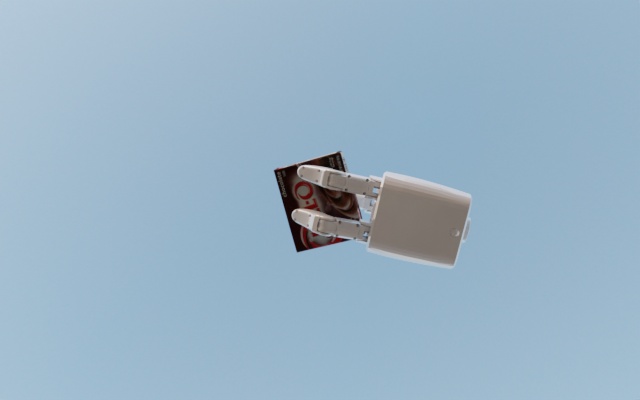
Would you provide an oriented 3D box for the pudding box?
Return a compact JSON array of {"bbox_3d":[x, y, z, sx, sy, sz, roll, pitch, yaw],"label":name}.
[{"bbox_3d":[0.000,0.002,0.609,0.090,0.113,0.039,-15,3,12],"label":"pudding box"}]
